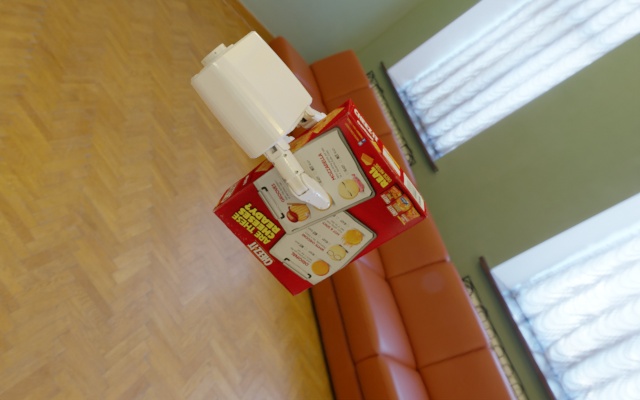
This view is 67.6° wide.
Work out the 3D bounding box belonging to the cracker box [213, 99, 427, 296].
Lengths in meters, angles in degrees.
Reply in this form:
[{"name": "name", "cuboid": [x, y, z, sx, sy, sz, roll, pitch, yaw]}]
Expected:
[{"name": "cracker box", "cuboid": [0.000, 0.002, 0.610, 0.214, 0.164, 0.072, -34, 19, 20]}]
